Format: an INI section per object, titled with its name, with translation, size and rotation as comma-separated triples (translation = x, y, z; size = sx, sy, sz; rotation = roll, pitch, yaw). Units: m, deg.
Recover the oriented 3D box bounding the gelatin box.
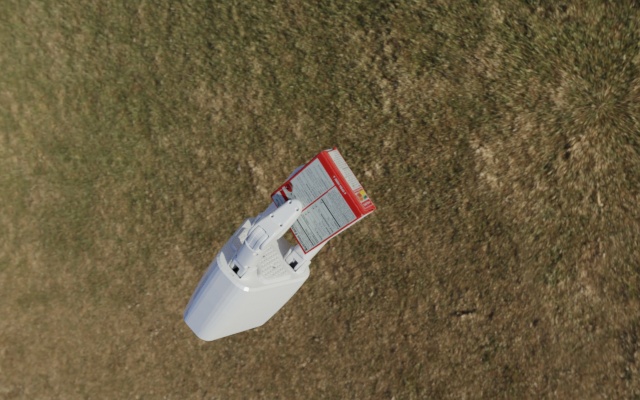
[gelatin box]
translation = 0.000, 0.002, 0.478
size = 0.089, 0.073, 0.030
rotation = -38, -8, 37
